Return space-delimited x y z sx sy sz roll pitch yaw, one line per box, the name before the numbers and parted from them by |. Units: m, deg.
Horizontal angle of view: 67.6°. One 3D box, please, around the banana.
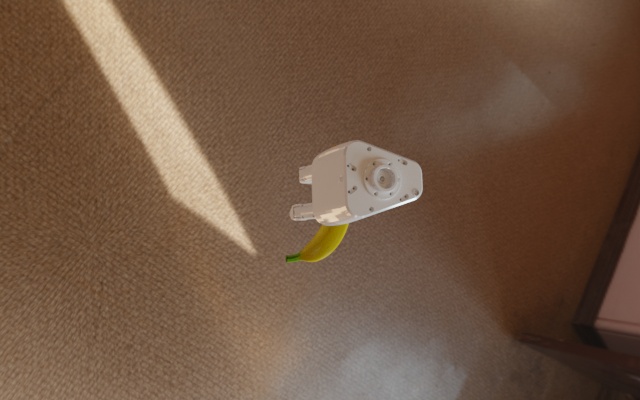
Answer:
banana | 0.015 0.013 0.724 0.069 0.197 0.037 25 -12 -11
